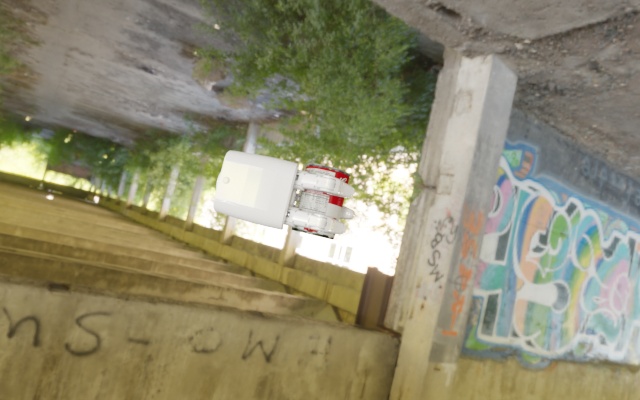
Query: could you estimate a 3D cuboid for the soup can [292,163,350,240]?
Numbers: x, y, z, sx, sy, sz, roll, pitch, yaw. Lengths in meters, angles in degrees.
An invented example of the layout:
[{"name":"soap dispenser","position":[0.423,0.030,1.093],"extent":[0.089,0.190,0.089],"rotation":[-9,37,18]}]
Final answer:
[{"name":"soup can","position":[0.001,0.003,0.716],"extent":[0.068,0.102,0.068],"rotation":[14,-5,1]}]
